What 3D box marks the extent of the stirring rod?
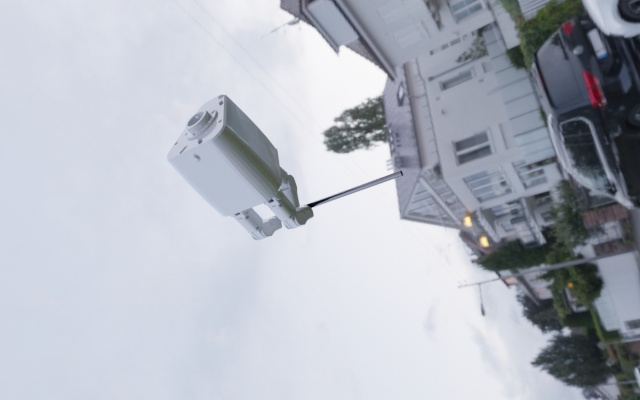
[{"bbox_3d":[0.000,0.002,0.648,0.239,0.011,0.011,-20,-9,27],"label":"stirring rod"}]
